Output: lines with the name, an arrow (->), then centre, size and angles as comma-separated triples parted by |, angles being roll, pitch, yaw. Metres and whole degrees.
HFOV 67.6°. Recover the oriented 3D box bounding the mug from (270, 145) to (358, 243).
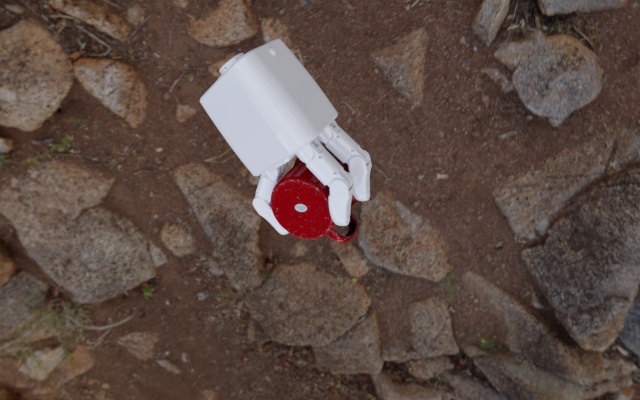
mug -> 0.001, 0.003, 0.569 | 0.093, 0.117, 0.081 | -31, 12, 36
